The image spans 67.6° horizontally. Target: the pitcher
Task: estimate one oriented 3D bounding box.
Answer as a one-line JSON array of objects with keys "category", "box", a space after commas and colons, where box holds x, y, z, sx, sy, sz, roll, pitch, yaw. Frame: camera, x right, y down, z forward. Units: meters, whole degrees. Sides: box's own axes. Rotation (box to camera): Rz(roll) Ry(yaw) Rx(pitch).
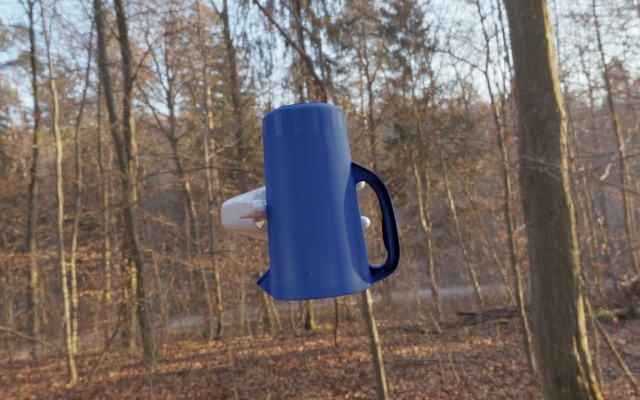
[{"category": "pitcher", "box": [0.000, 0.002, 0.620, 0.149, 0.243, 0.145, -4, -3, -38]}]
